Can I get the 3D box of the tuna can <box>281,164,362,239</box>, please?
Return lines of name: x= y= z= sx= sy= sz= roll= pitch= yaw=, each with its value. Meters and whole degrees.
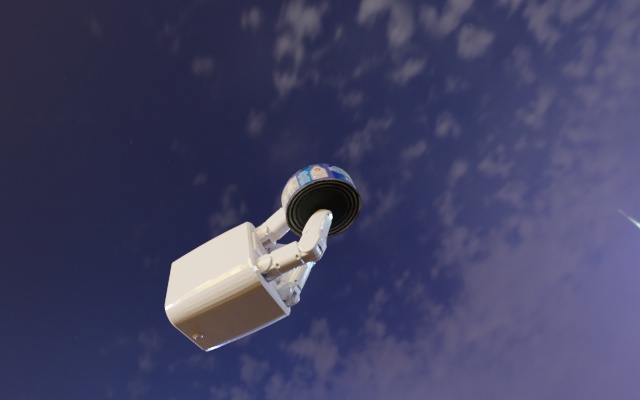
tuna can: x=0.000 y=0.001 z=0.534 sx=0.086 sy=0.086 sz=0.033 roll=0 pitch=38 yaw=-17
